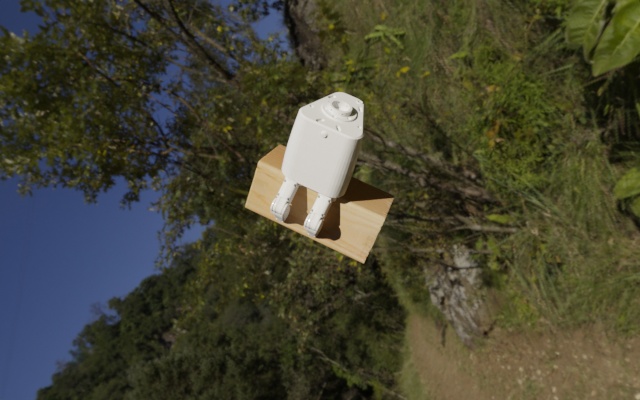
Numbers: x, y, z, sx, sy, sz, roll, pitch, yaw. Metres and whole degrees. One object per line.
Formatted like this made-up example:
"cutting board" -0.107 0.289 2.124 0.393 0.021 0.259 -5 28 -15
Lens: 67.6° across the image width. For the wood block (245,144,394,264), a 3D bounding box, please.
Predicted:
"wood block" 0.000 0.002 0.757 0.206 0.090 0.090 25 29 7
